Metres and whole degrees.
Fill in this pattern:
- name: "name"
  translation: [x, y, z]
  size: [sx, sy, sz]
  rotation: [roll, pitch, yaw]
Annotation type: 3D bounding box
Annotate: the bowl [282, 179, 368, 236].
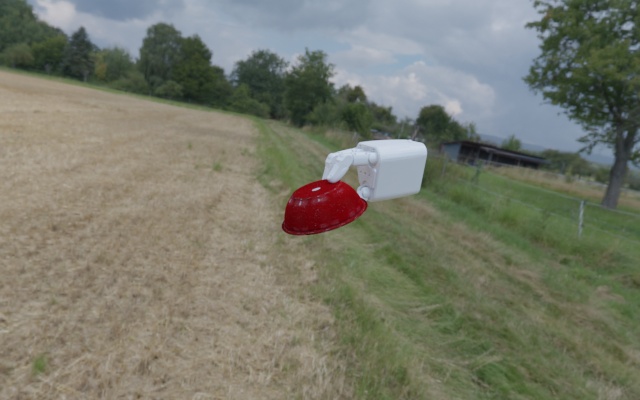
- name: "bowl"
  translation: [-0.001, 0.003, 0.855]
  size: [0.162, 0.055, 0.162]
  rotation: [-15, 19, 5]
